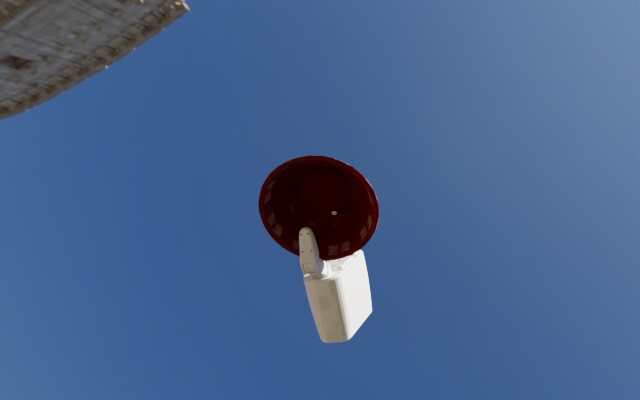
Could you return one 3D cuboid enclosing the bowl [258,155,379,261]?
[{"bbox_3d":[0.000,0.001,0.652,0.162,0.162,0.055,0,30,9],"label":"bowl"}]
